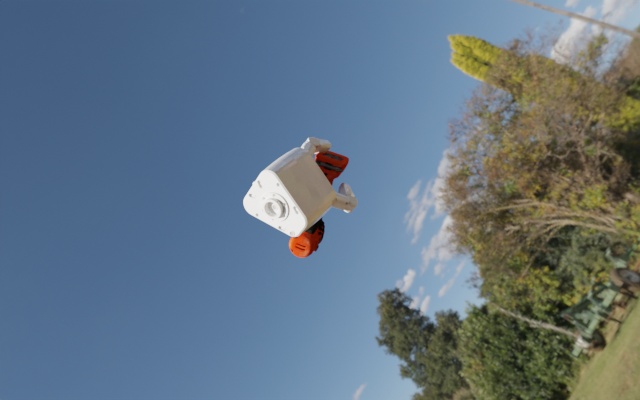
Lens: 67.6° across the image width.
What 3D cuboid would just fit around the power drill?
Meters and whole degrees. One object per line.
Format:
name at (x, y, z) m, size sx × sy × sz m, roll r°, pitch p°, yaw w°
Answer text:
power drill at (0.000, 0.003, 0.899) m, size 0.057 × 0.188 × 0.184 m, roll 17°, pitch 12°, yaw 3°
